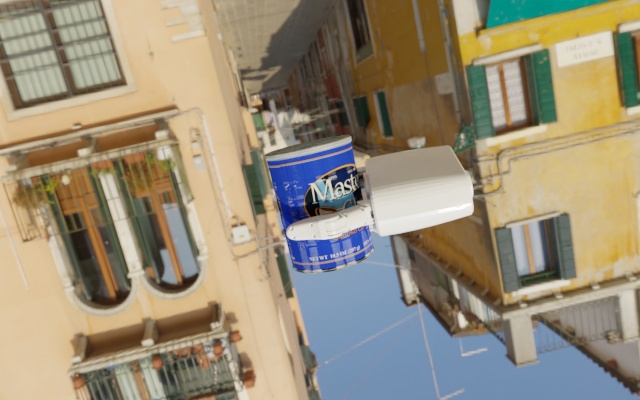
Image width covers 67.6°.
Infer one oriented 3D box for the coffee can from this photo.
[{"bbox_3d":[0.000,0.002,0.567,0.103,0.140,0.103,-12,11,2],"label":"coffee can"}]
